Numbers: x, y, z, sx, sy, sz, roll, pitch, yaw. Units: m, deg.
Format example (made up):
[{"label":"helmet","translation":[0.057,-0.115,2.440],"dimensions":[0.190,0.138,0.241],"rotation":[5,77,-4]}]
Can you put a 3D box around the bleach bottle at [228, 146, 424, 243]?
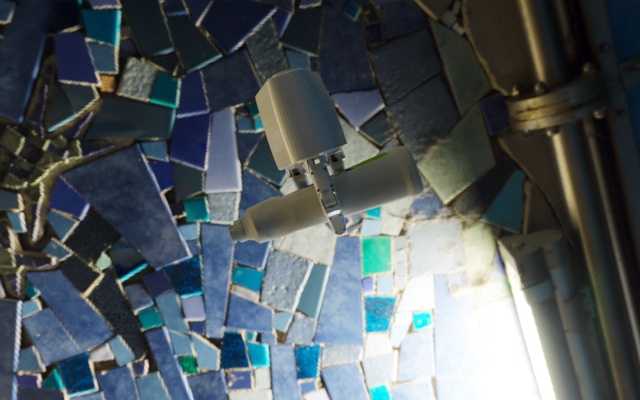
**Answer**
[{"label":"bleach bottle","translation":[0.000,0.002,0.626],"dimensions":[0.251,0.068,0.102],"rotation":[-20,4,0]}]
